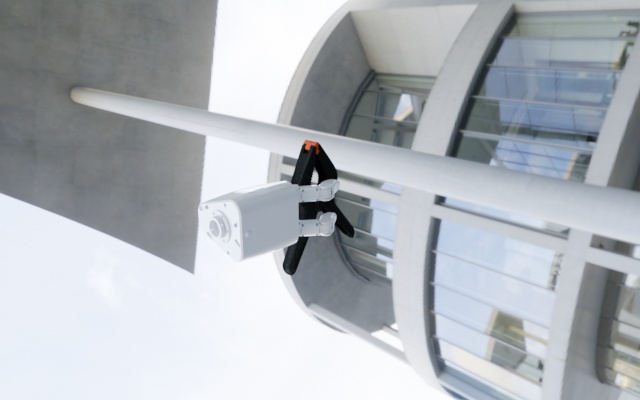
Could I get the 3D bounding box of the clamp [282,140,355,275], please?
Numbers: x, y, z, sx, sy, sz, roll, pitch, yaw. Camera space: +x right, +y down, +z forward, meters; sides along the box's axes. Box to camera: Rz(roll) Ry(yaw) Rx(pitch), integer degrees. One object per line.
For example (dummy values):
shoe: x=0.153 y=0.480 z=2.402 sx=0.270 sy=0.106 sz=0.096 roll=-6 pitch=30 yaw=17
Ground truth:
clamp: x=-0.001 y=0.002 z=0.783 sx=0.036 sy=0.210 sz=0.164 roll=17 pitch=25 yaw=40
